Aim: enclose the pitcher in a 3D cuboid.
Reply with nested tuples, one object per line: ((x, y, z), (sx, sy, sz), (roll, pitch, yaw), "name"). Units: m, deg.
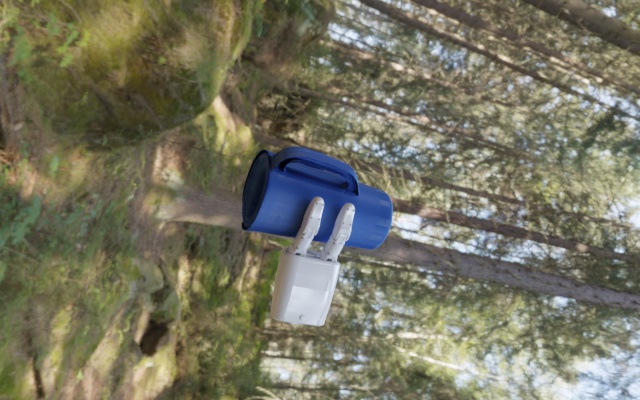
((0.000, 0.003, 0.794), (0.243, 0.145, 0.149), (14, 0, -23), "pitcher")
